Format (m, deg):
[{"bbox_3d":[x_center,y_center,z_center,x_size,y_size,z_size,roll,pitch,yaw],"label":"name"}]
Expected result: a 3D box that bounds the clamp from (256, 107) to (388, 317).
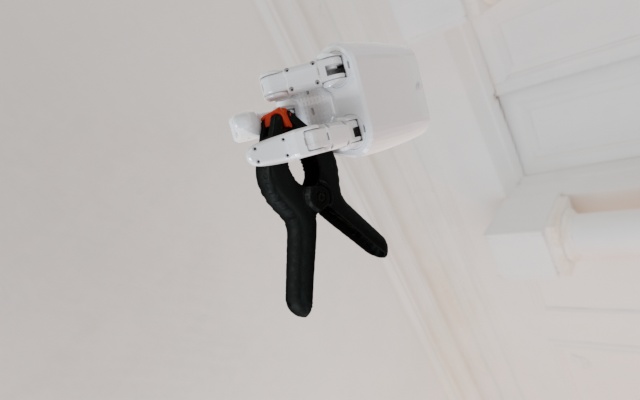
[{"bbox_3d":[0.000,0.001,0.420,0.039,0.171,0.120,-9,7,45],"label":"clamp"}]
